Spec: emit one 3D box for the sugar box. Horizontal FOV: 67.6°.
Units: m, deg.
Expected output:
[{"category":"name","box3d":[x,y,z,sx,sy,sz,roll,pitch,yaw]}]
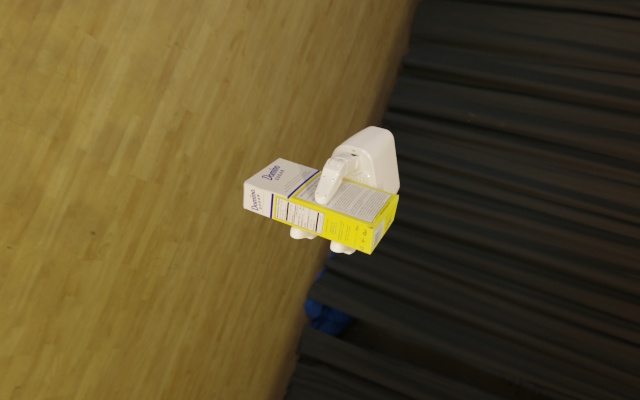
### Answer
[{"category":"sugar box","box3d":[0.000,0.002,0.608,0.176,0.048,0.093,17,31,20]}]
